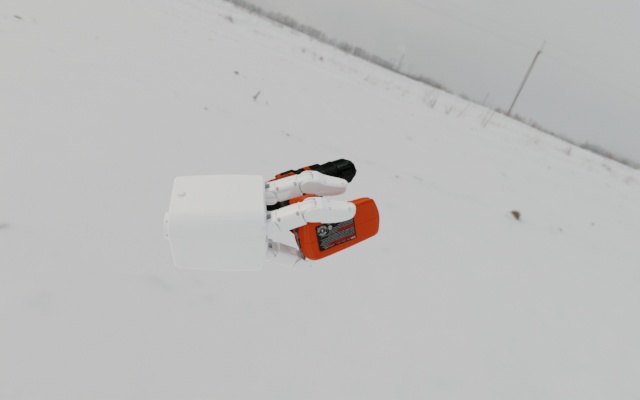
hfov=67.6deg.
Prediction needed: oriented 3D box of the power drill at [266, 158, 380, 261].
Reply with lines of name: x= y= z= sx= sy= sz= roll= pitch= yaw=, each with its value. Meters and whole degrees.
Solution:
power drill: x=0.000 y=0.002 z=0.646 sx=0.184 sy=0.057 sz=0.187 roll=-22 pitch=26 yaw=-18
